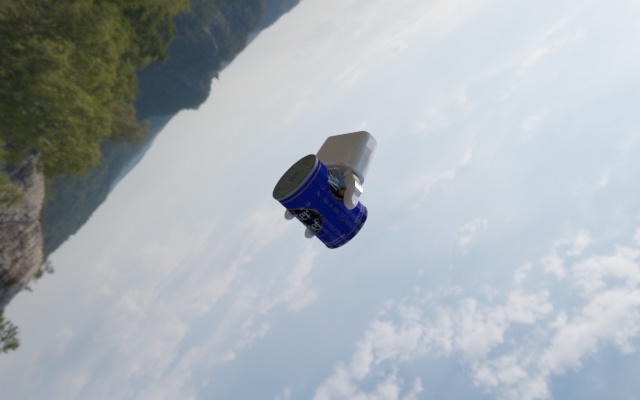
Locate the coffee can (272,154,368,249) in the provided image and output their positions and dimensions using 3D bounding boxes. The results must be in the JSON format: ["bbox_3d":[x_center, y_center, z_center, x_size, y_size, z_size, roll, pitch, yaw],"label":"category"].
[{"bbox_3d":[0.000,0.003,0.840,0.140,0.102,0.103,44,-20,-22],"label":"coffee can"}]
